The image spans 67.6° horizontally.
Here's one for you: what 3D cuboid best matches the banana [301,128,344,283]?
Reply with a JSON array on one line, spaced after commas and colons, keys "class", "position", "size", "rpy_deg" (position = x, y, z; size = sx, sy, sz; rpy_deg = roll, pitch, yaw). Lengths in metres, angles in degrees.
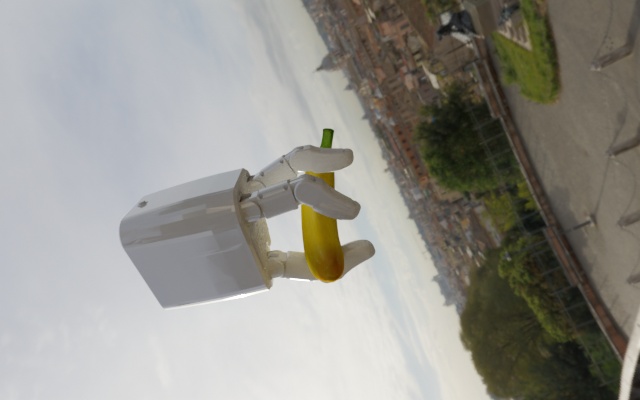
[{"class": "banana", "position": [0.000, 0.013, 0.461], "size": [0.037, 0.070, 0.197], "rpy_deg": [-1, 44, -2]}]
